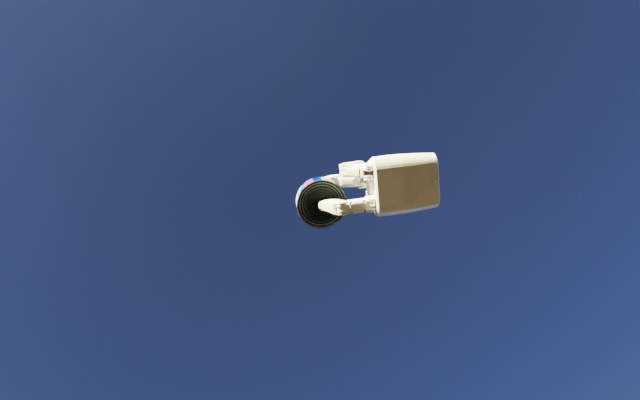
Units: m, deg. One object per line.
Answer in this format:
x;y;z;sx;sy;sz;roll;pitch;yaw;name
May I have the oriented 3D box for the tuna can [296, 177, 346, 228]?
0.000;0.003;0.830;0.086;0.086;0.033;0;15;-8;tuna can
